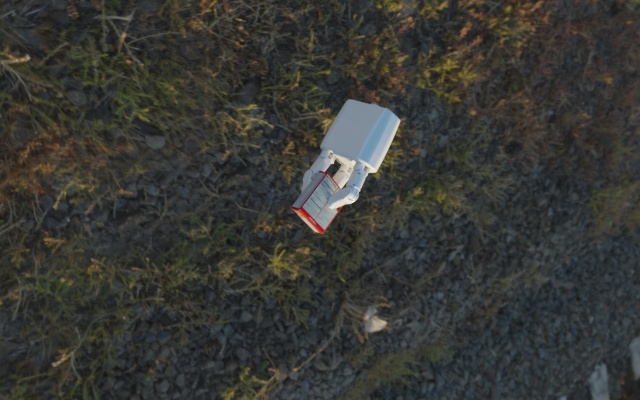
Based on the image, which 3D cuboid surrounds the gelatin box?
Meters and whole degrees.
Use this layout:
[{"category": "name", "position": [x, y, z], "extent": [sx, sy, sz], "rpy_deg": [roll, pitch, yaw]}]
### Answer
[{"category": "gelatin box", "position": [0.000, 0.003, 0.860], "extent": [0.030, 0.089, 0.073], "rpy_deg": [14, -28, 51]}]
